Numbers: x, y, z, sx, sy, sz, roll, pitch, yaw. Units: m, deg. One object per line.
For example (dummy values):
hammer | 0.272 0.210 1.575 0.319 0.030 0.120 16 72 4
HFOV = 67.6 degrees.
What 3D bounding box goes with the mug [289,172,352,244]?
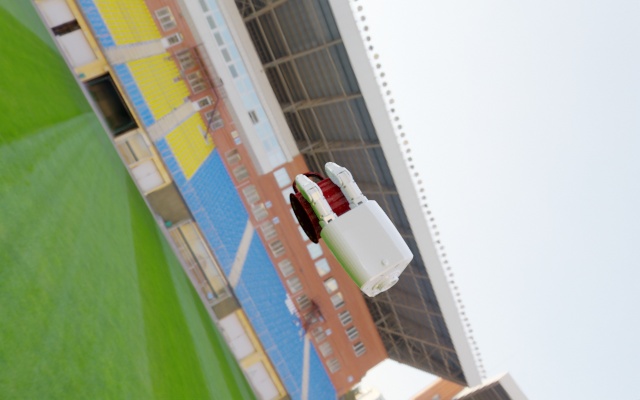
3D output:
mug | 0.000 0.001 0.783 0.081 0.117 0.093 -28 -24 -15
